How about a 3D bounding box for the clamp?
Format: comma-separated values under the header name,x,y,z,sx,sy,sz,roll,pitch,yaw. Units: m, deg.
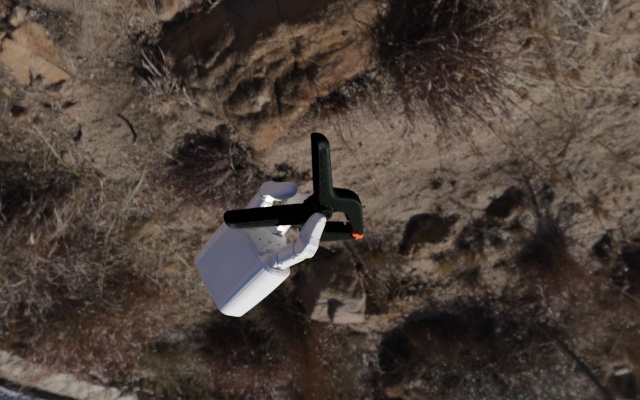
name,x,y,z,sx,sy,sz,roll,pitch,yaw
clamp,0.001,0.003,0.630,0.164,0.036,0.210,-44,-42,21
